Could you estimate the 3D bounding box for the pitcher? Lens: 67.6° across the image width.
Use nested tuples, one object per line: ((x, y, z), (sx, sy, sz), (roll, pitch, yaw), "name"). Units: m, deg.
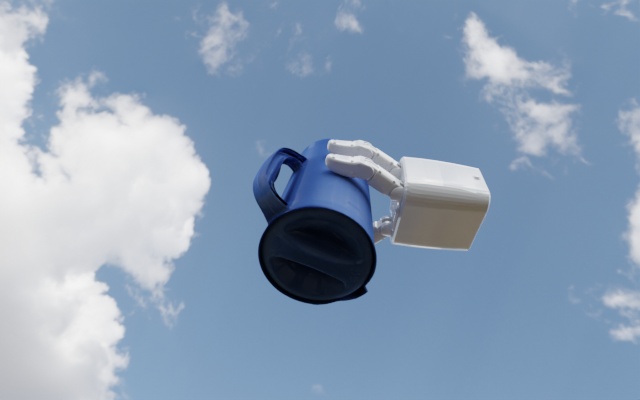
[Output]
((0.000, 0.002, 0.624), (0.145, 0.149, 0.242), (5, 30, 3), "pitcher")
